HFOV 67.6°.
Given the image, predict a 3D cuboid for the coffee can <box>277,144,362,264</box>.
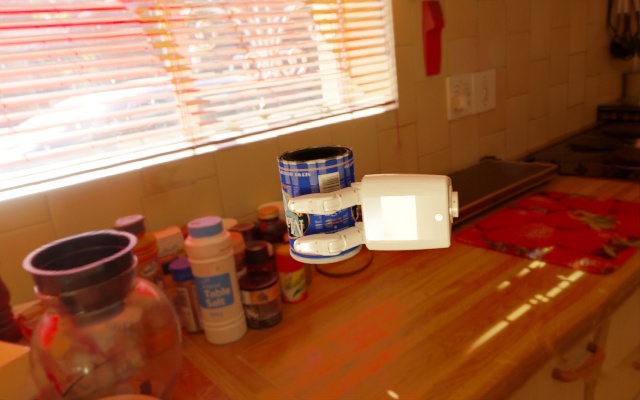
[{"bbox_3d":[0.000,0.002,0.658,0.103,0.140,0.102,-6,17,2],"label":"coffee can"}]
